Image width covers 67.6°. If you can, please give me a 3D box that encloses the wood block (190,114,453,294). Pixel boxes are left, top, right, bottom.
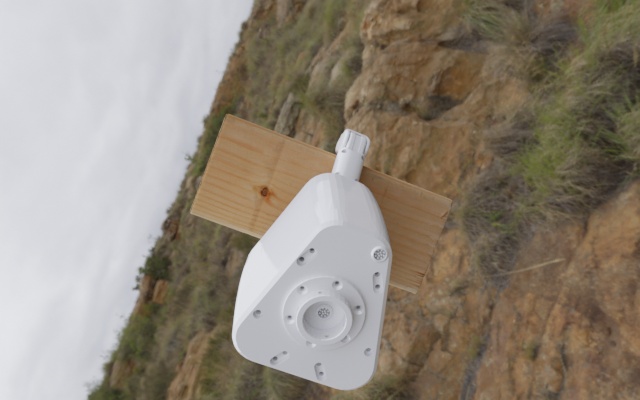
[{"bbox_3d":[0.000,0.001,0.443,0.206,0.091,0.090,21,4,-7],"label":"wood block"}]
